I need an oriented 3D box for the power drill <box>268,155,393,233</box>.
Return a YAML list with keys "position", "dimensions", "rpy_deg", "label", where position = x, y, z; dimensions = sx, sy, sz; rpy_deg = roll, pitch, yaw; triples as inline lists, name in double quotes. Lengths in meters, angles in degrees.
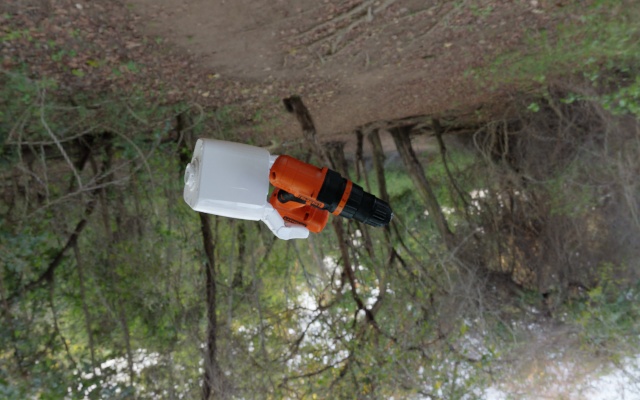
- position: [0.000, 0.002, 0.730]
  dimensions: [0.184, 0.057, 0.188]
  rpy_deg: [25, -18, -9]
  label: "power drill"
